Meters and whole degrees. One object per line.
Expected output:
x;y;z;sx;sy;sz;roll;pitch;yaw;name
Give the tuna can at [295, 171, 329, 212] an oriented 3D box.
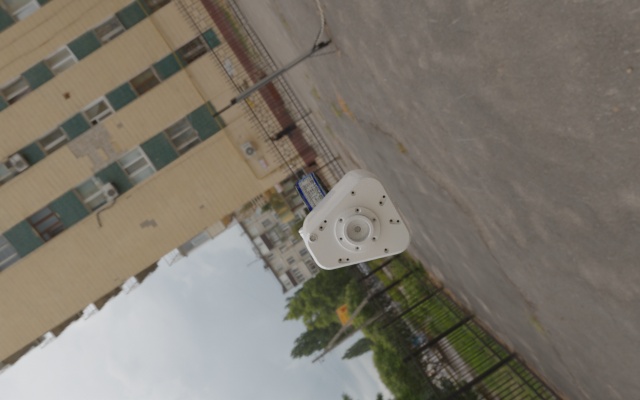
0.000;0.003;0.685;0.034;0.086;0.086;-33;-3;4;tuna can
